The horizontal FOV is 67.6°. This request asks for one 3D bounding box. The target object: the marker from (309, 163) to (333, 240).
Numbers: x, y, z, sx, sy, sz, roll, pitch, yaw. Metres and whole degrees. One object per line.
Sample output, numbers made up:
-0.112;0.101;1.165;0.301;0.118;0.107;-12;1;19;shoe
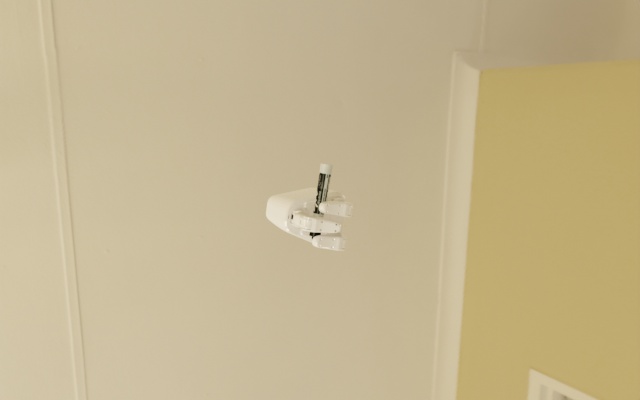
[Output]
0.000;0.002;0.750;0.020;0.121;0.020;9;4;-1;marker
